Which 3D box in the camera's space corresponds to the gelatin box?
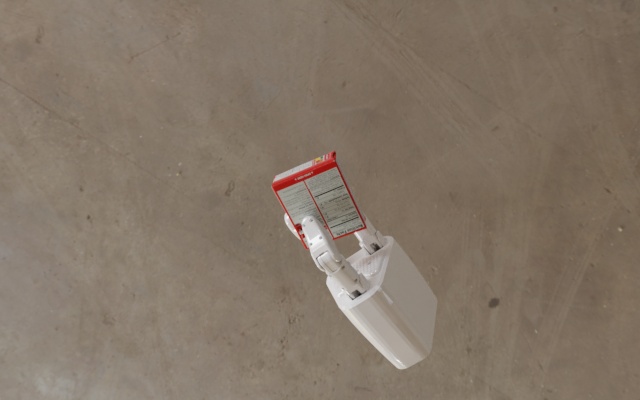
[{"bbox_3d":[0.000,0.002,0.514,0.073,0.089,0.030,-22,24,12],"label":"gelatin box"}]
